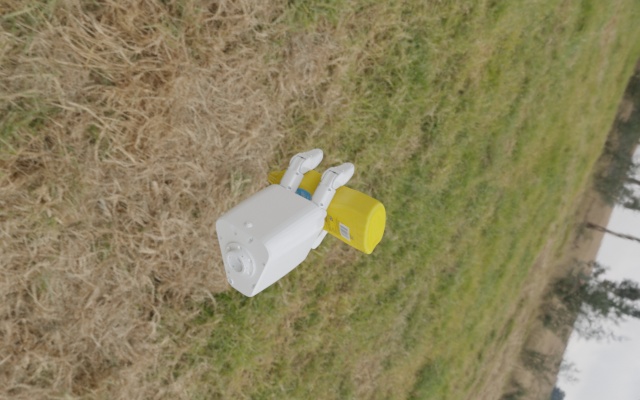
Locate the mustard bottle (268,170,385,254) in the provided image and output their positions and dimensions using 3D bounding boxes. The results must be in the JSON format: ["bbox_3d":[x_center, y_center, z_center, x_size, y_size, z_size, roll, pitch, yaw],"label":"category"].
[{"bbox_3d":[0.001,0.002,0.698,0.191,0.058,0.096,27,-29,25],"label":"mustard bottle"}]
